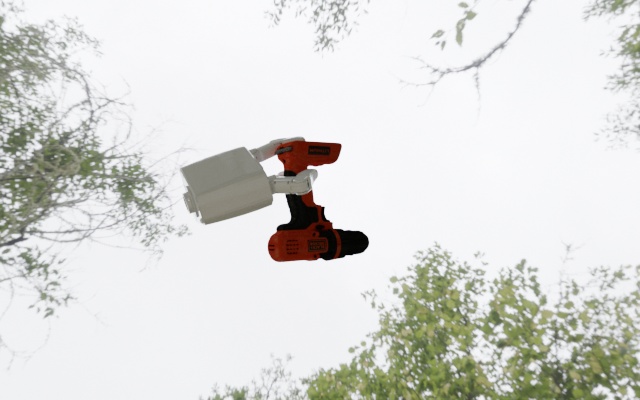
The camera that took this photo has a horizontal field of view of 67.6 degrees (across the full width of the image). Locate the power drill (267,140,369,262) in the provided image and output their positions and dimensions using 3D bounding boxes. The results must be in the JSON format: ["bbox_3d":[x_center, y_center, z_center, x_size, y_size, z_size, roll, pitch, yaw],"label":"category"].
[{"bbox_3d":[0.000,0.002,0.757,0.184,0.187,0.057,0,-5,-37],"label":"power drill"}]
